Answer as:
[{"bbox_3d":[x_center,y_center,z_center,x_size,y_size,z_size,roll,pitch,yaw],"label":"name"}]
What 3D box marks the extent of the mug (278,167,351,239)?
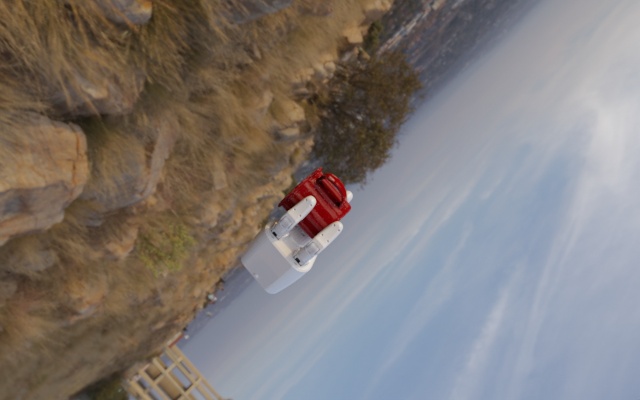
[{"bbox_3d":[0.001,0.002,0.743,0.093,0.081,0.117,-40,-2,-46],"label":"mug"}]
